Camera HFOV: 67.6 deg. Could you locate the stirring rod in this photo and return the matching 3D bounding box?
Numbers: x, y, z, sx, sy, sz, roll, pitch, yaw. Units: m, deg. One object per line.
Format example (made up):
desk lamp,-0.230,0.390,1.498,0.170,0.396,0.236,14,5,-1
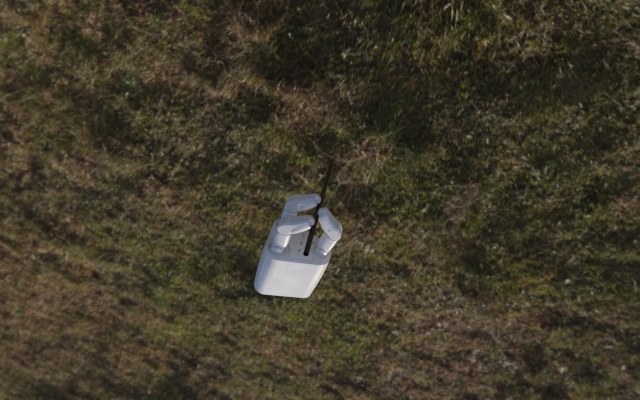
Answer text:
stirring rod,0.000,0.003,0.777,0.011,0.011,0.239,0,38,13
